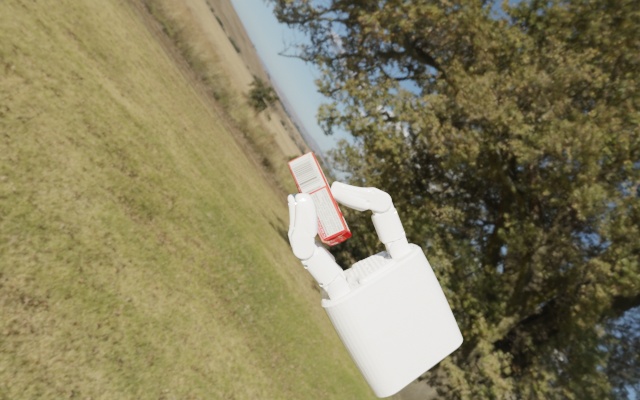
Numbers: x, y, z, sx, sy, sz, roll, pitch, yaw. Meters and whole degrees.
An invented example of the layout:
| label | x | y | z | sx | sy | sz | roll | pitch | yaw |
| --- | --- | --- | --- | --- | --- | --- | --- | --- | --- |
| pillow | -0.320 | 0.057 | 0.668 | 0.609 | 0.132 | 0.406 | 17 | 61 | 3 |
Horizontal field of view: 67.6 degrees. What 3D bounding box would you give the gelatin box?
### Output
| label | x | y | z | sx | sy | sz | roll | pitch | yaw |
| --- | --- | --- | --- | --- | --- | --- | --- | --- | --- |
| gelatin box | 0.000 | 0.001 | 0.492 | 0.030 | 0.089 | 0.073 | -24 | -9 | 2 |
